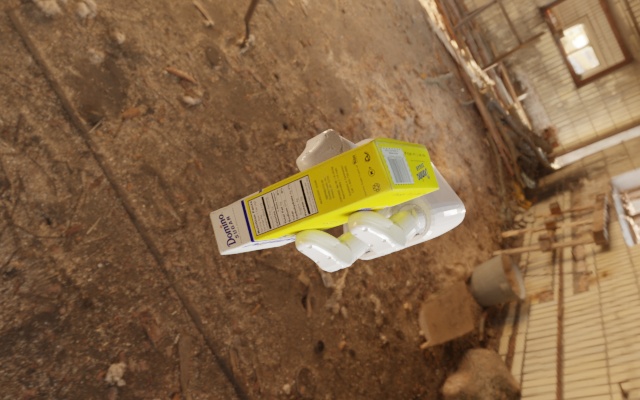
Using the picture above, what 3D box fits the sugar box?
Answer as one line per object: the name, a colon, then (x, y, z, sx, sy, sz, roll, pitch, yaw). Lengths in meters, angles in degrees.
sugar box: (0.000, 0.002, 0.407, 0.176, 0.048, 0.093, -25, -13, 33)
